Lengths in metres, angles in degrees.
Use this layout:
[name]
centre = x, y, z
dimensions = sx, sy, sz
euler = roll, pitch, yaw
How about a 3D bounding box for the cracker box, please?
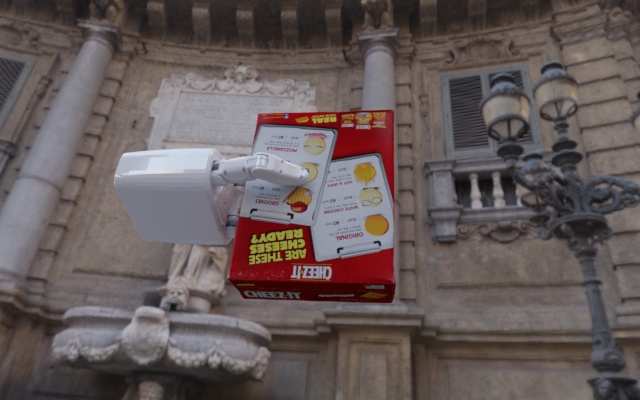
[cracker box]
centre = 0.000, 0.001, 0.532
dimensions = 0.164, 0.213, 0.072
euler = 0, -30, 8
